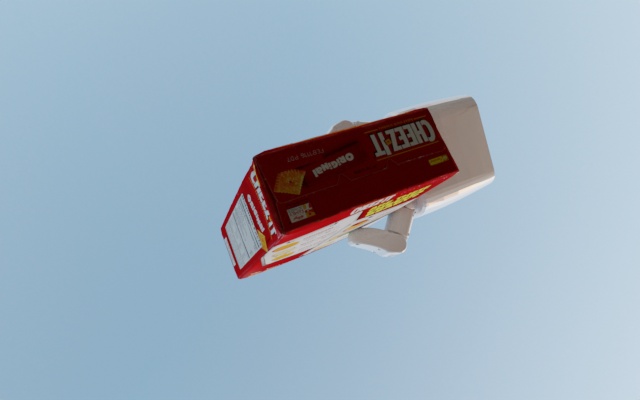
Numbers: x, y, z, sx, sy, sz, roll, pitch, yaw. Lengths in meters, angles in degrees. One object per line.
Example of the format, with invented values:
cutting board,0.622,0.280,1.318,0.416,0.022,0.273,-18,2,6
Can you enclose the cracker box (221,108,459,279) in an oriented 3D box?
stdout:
cracker box,0.000,0.002,0.460,0.164,0.072,0.214,-19,-10,-23
